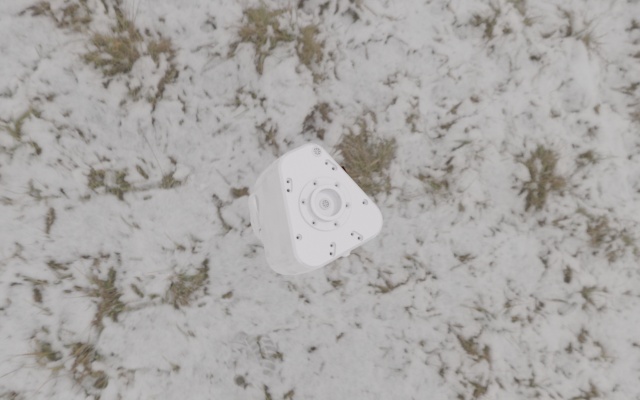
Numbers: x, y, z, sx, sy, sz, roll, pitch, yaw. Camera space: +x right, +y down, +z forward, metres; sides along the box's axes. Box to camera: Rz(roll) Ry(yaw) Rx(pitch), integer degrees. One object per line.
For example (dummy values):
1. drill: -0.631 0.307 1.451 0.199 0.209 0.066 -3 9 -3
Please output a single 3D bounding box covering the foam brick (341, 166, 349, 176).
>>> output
1. foam brick: 0.000 0.002 0.561 0.078 0.053 0.051 -27 -1 -20
